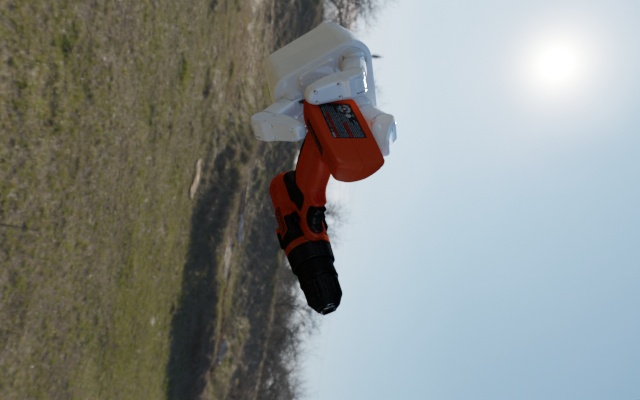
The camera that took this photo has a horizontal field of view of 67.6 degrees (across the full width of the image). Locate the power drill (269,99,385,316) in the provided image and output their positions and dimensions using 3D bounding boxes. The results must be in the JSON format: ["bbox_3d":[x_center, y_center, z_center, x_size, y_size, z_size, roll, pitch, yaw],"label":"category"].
[{"bbox_3d":[0.000,0.001,0.497,0.057,0.184,0.188,-4,-38,-26],"label":"power drill"}]
